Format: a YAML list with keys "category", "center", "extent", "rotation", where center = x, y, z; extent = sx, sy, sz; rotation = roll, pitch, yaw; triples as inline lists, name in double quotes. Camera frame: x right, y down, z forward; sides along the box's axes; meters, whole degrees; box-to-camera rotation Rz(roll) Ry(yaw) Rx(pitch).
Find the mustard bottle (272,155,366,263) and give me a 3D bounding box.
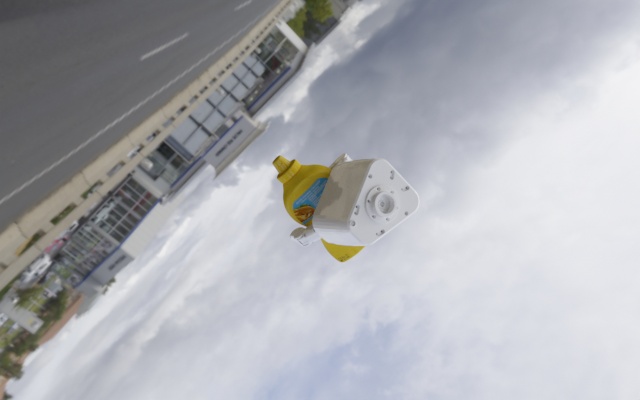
- category: "mustard bottle"
  center: [0.000, 0.003, 0.734]
  extent: [0.192, 0.096, 0.058]
  rotation: [44, 8, -17]
